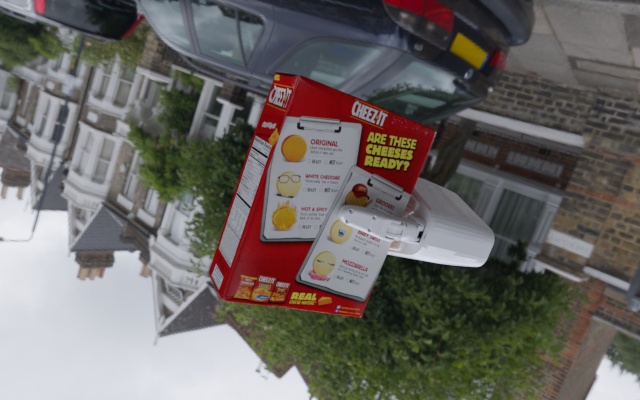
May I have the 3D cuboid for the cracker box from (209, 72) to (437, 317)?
[{"bbox_3d":[0.000,0.002,0.481,0.164,0.214,0.072,15,10,-30],"label":"cracker box"}]
